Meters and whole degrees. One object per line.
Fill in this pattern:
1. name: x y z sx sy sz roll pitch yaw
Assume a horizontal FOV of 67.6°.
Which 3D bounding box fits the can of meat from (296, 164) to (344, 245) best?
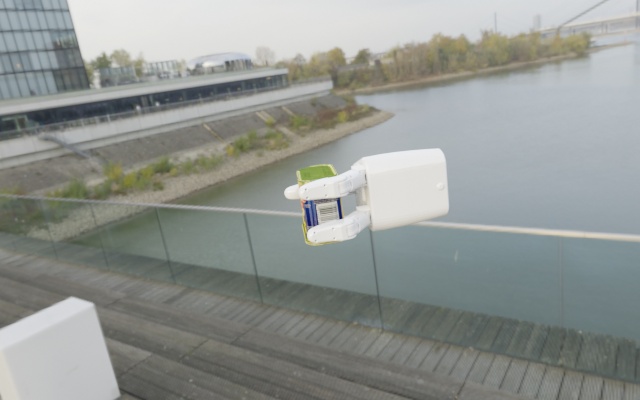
1. can of meat: 0.000 0.002 0.636 0.057 0.084 0.102 -9 15 -3
